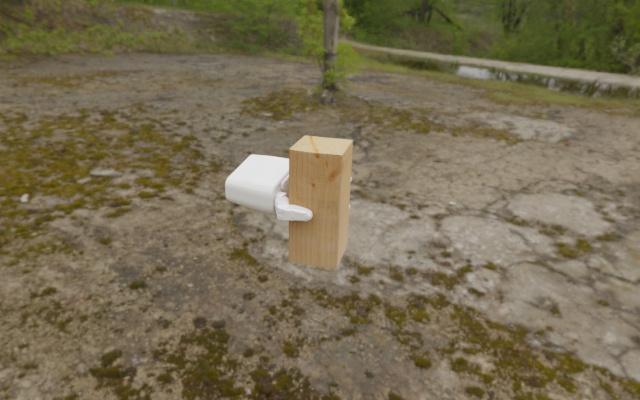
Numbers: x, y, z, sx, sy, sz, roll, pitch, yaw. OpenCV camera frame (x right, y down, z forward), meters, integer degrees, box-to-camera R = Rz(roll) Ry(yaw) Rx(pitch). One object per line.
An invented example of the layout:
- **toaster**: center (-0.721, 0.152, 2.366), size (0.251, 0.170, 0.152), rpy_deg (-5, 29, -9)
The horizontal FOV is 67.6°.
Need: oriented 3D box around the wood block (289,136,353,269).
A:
- **wood block**: center (0.000, 0.003, 0.827), size (0.090, 0.206, 0.090), rpy_deg (8, 24, 14)
